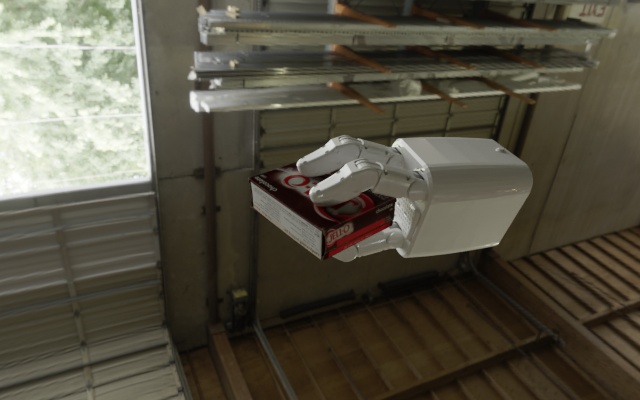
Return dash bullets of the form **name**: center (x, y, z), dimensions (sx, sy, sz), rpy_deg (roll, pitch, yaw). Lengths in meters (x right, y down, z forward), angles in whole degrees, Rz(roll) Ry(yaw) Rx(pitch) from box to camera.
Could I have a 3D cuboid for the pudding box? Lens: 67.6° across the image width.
- **pudding box**: center (0.000, 0.002, 0.449), dimensions (0.090, 0.039, 0.113), rpy_deg (-22, 37, -36)
